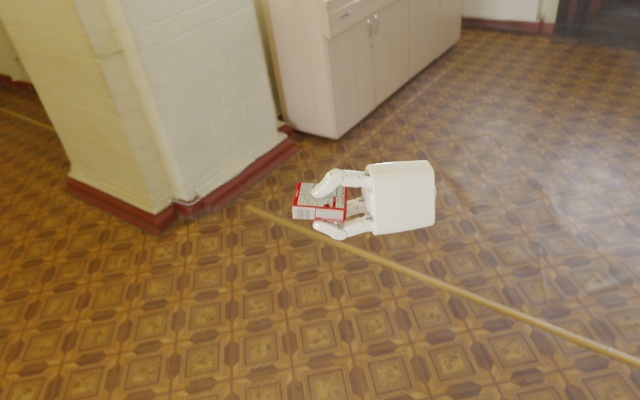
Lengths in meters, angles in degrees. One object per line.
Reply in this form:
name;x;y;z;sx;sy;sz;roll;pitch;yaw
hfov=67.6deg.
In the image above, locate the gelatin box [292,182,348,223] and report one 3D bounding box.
gelatin box;0.000;0.002;0.801;0.089;0.030;0.073;4;35;2
